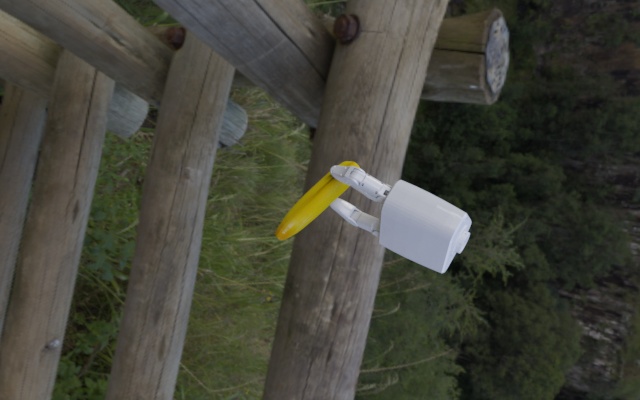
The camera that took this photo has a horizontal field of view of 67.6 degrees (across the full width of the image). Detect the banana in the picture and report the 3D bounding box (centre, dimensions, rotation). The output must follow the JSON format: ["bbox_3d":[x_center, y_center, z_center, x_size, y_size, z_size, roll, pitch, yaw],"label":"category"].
[{"bbox_3d":[0.008,-0.009,0.731,0.197,0.037,0.070,-42,-12,-36],"label":"banana"}]
